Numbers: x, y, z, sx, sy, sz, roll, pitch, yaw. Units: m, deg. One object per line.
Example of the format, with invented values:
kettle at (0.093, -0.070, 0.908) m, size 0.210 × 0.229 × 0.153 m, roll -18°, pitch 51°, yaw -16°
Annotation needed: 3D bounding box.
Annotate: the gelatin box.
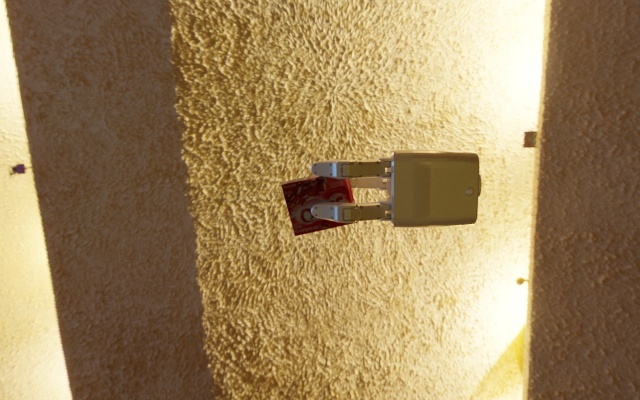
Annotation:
gelatin box at (0.000, 0.002, 0.636) m, size 0.089 × 0.073 × 0.030 m, roll -12°, pitch 10°, yaw 14°
